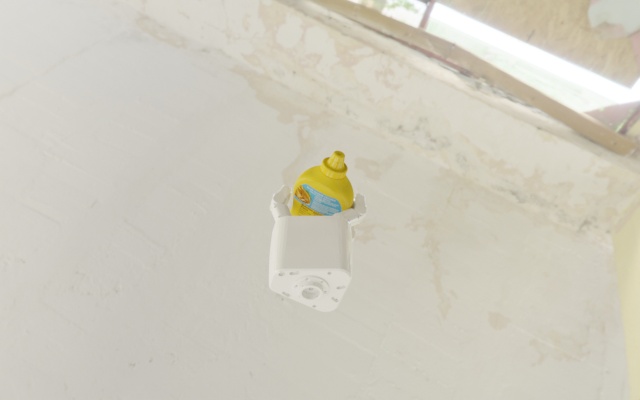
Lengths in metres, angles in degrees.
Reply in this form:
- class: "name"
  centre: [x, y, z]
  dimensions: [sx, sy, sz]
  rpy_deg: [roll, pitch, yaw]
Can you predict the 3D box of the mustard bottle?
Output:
- class: "mustard bottle"
  centre: [0.000, 0.002, 0.763]
  dimensions: [0.096, 0.192, 0.058]
  rpy_deg: [28, 38, 9]
